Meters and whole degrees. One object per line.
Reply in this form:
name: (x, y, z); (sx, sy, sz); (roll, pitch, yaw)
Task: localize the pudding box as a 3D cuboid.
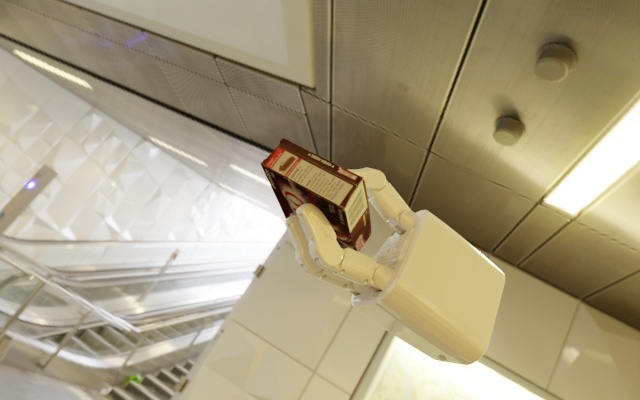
pudding box: (0.000, 0.001, 0.452); (0.090, 0.039, 0.114); (28, -23, 22)
